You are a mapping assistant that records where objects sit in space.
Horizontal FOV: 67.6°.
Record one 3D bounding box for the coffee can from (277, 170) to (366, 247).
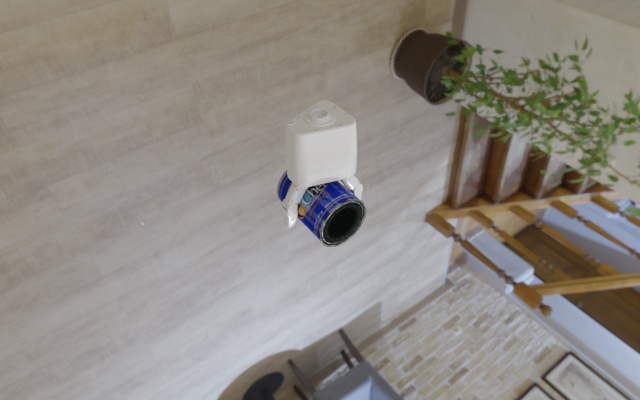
[{"bbox_3d":[0.000,0.003,0.872,0.103,0.103,0.140,0,33,-44],"label":"coffee can"}]
